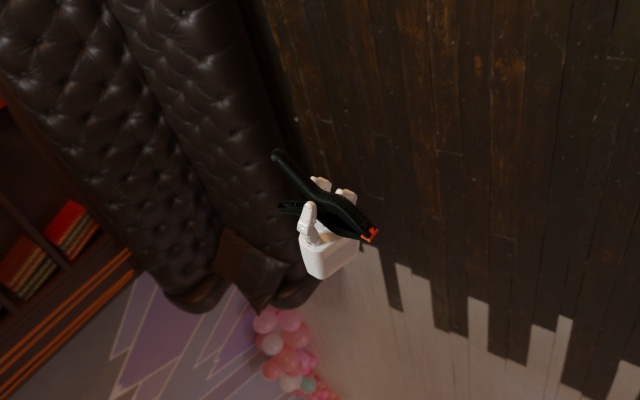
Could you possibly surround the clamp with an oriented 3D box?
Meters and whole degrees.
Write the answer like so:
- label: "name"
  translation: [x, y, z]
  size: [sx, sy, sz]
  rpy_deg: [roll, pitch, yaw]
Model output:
- label: "clamp"
  translation: [0.000, 0.004, 0.801]
  size: [0.210, 0.036, 0.165]
  rpy_deg: [26, -31, 24]
